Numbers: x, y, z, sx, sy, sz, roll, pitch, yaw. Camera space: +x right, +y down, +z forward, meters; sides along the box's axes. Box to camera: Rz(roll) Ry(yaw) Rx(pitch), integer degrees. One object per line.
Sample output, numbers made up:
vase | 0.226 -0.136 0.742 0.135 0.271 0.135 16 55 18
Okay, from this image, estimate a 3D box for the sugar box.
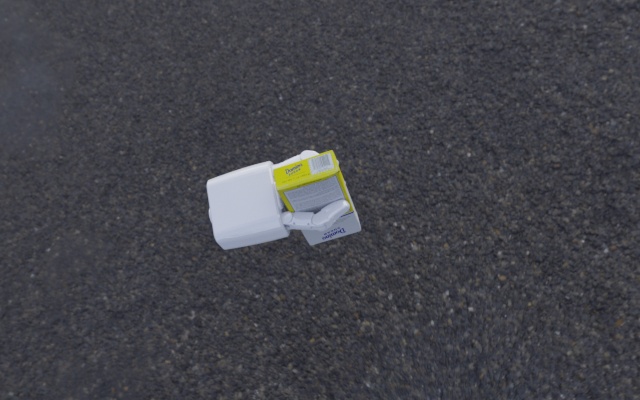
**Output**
sugar box | 0.000 0.002 0.737 0.093 0.048 0.176 -17 -32 5
